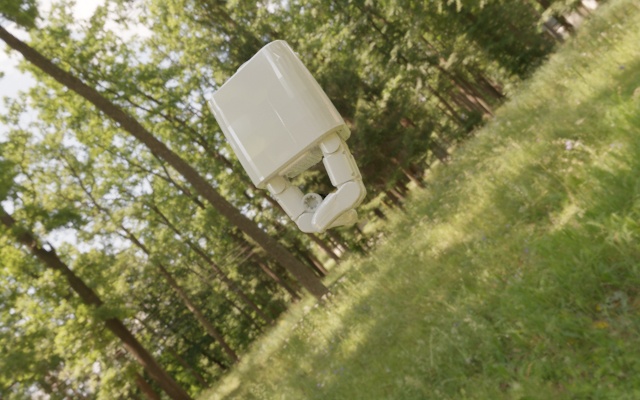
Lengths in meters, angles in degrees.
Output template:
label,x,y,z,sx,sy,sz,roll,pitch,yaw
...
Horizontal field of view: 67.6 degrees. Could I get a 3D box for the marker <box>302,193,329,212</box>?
label,x,y,z,sx,sy,sz,roll,pitch,yaw
marker,0.000,0.002,0.518,0.020,0.020,0.121,0,0,9
